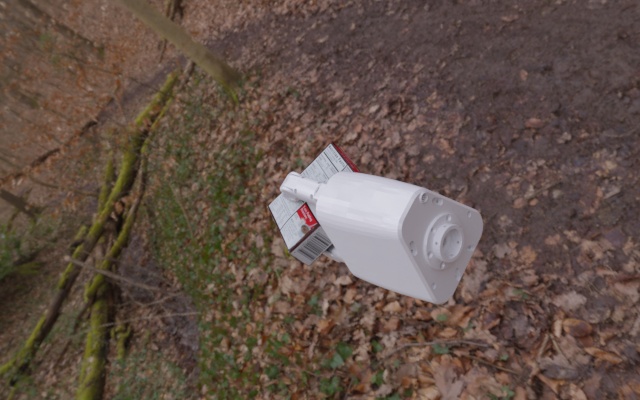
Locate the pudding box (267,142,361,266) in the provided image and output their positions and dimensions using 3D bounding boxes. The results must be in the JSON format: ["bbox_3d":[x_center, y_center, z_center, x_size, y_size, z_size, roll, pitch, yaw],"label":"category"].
[{"bbox_3d":[0.000,0.002,0.531,0.039,0.113,0.090,39,13,-38],"label":"pudding box"}]
